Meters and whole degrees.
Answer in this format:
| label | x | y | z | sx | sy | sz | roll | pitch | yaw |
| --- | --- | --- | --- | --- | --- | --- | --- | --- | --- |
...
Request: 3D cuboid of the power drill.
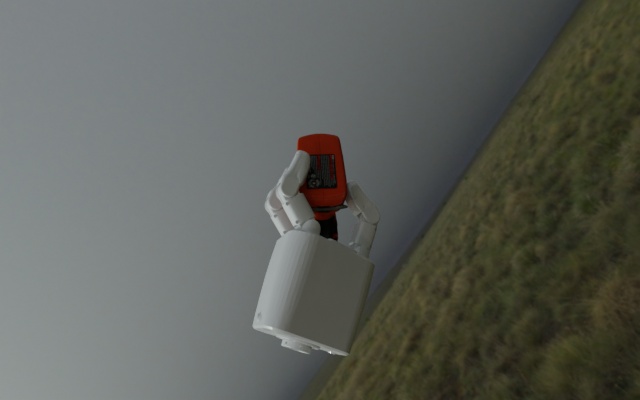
| label | x | y | z | sx | sy | sz | roll | pitch | yaw |
| --- | --- | --- | --- | --- | --- | --- | --- | --- | --- |
| power drill | 0.000 | 0.002 | 0.632 | 0.057 | 0.184 | 0.188 | -5 | -36 | -2 |
